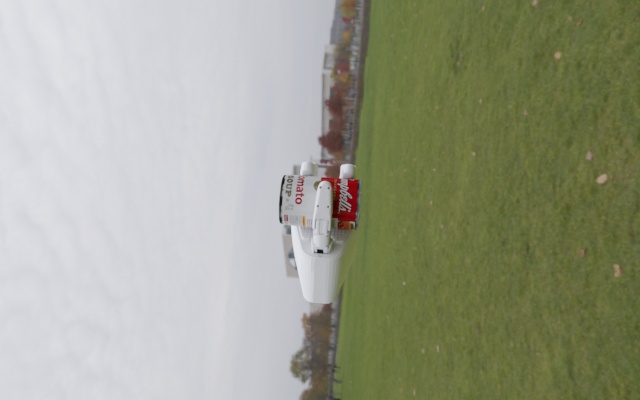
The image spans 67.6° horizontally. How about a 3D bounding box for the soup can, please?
[{"bbox_3d":[0.000,0.002,0.628,0.102,0.068,0.068,4,0,3],"label":"soup can"}]
